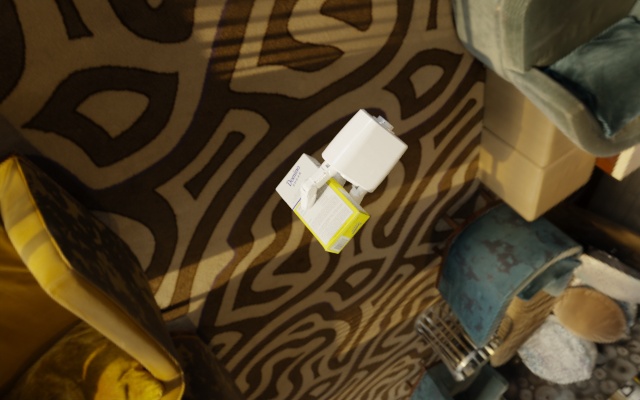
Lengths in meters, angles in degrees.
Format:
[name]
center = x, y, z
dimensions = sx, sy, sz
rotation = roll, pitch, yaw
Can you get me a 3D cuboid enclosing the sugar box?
[sugar box]
center = 0.001, 0.003, 0.871
dimensions = 0.048, 0.093, 0.176
rotation = 23, 22, -50
